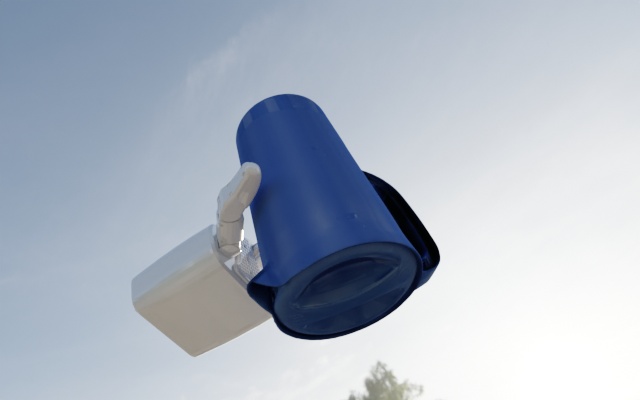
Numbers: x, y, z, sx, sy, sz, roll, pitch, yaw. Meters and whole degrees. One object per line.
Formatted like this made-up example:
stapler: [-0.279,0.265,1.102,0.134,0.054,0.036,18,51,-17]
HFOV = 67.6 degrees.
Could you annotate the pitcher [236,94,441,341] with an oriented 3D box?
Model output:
pitcher: [0.000,0.002,0.476,0.145,0.242,0.149,-34,-43,11]
